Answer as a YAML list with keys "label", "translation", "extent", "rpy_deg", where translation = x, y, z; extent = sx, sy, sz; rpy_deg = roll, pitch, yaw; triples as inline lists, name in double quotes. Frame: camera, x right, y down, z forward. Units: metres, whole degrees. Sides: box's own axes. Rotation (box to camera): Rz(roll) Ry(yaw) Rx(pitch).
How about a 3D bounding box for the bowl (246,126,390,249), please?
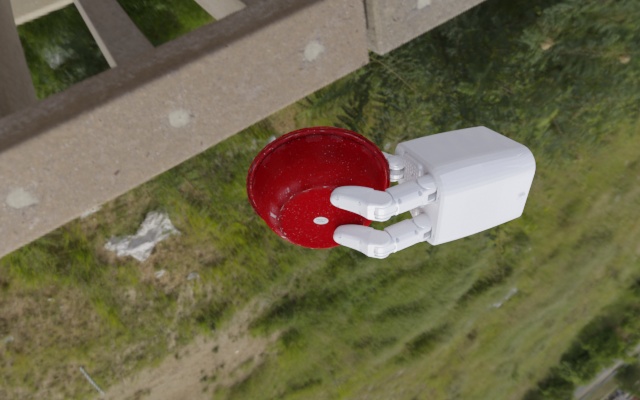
- label: "bowl"
  translation: [-0.001, 0.002, 0.515]
  extent: [0.162, 0.162, 0.055]
  rpy_deg: [0, 43, -6]
